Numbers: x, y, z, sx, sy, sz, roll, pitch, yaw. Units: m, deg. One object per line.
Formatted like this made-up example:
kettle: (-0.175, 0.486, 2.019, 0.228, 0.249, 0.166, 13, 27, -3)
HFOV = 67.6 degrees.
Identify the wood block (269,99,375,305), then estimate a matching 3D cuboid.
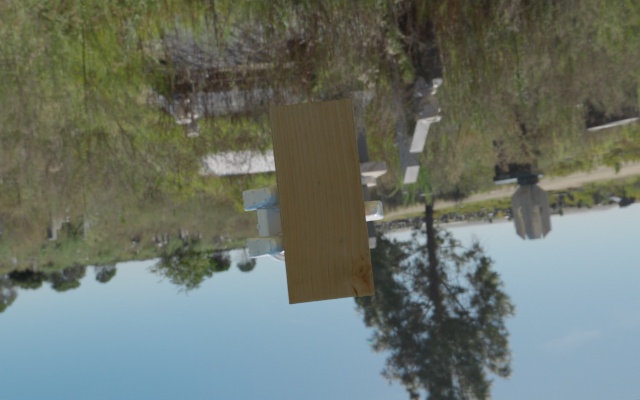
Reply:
wood block: (0.000, 0.002, 0.535, 0.091, 0.206, 0.090, -6, -4, -1)
